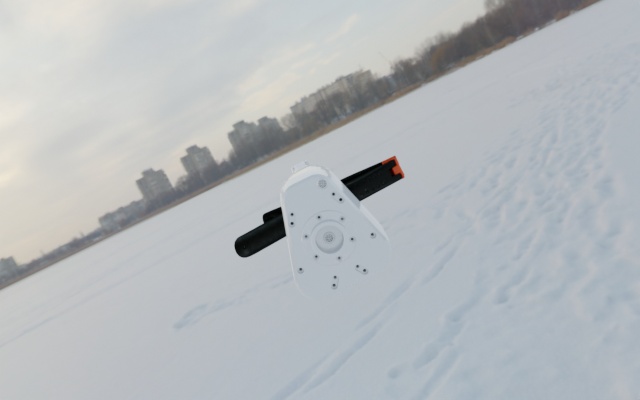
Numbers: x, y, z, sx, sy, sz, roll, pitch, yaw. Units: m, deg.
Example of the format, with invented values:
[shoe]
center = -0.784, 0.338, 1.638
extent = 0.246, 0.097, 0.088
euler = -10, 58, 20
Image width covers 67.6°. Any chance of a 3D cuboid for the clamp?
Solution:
[clamp]
center = 0.000, 0.001, 0.592
extent = 0.210, 0.036, 0.164
euler = -26, 7, 2
